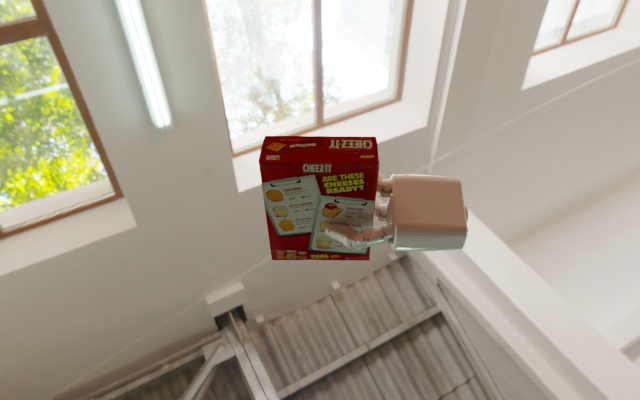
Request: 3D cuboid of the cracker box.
[{"bbox_3d":[0.000,0.003,0.732,0.164,0.214,0.072,0,45,1],"label":"cracker box"}]
